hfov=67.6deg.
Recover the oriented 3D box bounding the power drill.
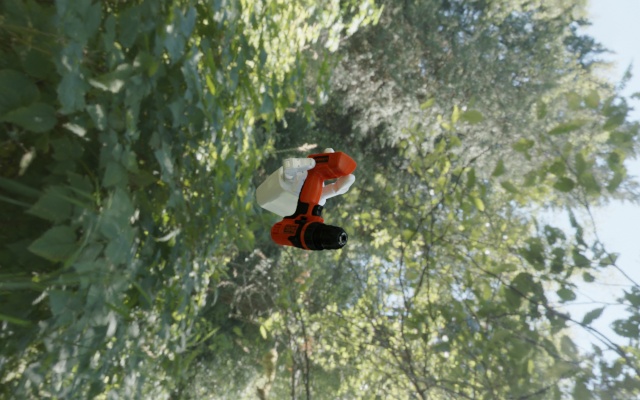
[{"bbox_3d":[0.000,0.002,0.876,0.184,0.187,0.057,1,-28,46],"label":"power drill"}]
